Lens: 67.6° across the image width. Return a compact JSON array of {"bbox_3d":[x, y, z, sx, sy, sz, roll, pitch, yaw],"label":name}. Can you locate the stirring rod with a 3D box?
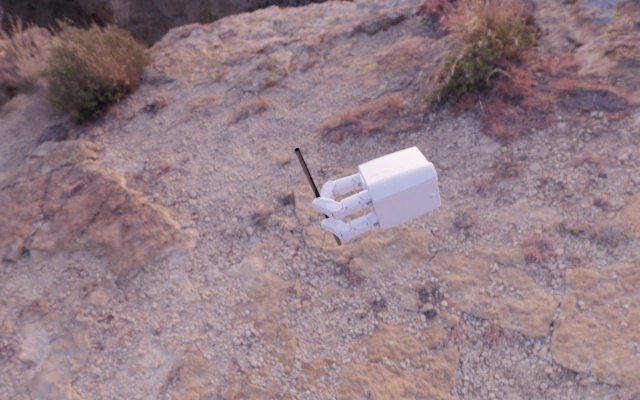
[{"bbox_3d":[0.000,0.003,0.786,0.011,0.011,0.240,0,-40,22],"label":"stirring rod"}]
